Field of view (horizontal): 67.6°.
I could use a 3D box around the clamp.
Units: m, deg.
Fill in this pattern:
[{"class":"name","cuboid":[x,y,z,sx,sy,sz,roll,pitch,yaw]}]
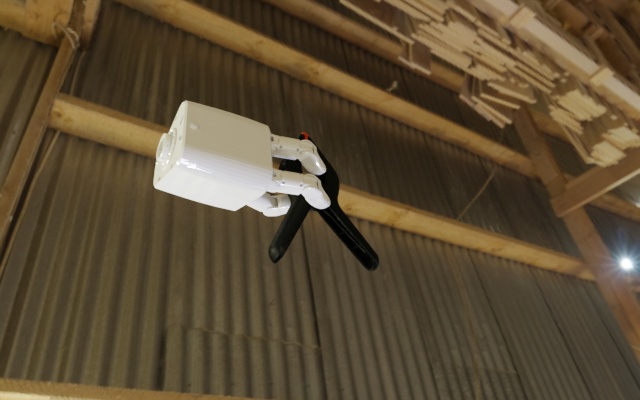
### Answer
[{"class":"clamp","cuboid":[-0.001,0.002,0.644,0.164,0.209,0.036,17,-41,-32]}]
